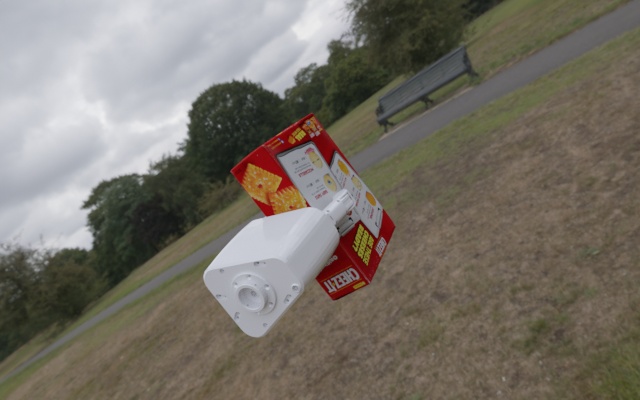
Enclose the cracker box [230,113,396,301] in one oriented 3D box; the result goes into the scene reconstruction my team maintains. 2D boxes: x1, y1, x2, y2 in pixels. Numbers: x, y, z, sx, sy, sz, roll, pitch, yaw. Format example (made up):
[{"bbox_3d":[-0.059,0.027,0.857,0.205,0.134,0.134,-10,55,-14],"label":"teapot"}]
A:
[{"bbox_3d":[0.000,0.002,0.650,0.072,0.214,0.164,-32,9,30],"label":"cracker box"}]
